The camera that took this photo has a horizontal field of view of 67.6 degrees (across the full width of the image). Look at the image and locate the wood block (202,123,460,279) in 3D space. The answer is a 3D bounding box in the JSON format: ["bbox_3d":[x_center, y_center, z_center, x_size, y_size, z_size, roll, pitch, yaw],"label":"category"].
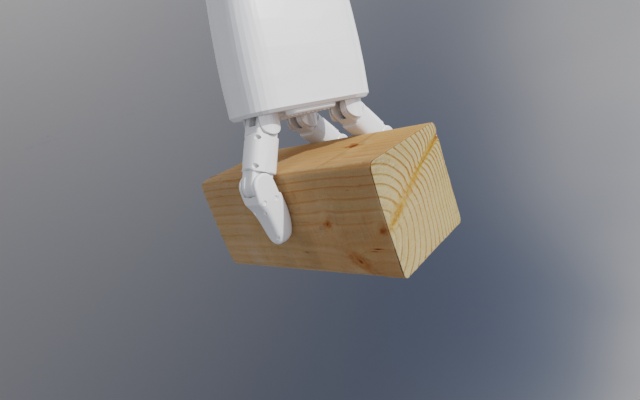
[{"bbox_3d":[0.000,0.001,0.420,0.206,0.090,0.090,-3,23,45],"label":"wood block"}]
